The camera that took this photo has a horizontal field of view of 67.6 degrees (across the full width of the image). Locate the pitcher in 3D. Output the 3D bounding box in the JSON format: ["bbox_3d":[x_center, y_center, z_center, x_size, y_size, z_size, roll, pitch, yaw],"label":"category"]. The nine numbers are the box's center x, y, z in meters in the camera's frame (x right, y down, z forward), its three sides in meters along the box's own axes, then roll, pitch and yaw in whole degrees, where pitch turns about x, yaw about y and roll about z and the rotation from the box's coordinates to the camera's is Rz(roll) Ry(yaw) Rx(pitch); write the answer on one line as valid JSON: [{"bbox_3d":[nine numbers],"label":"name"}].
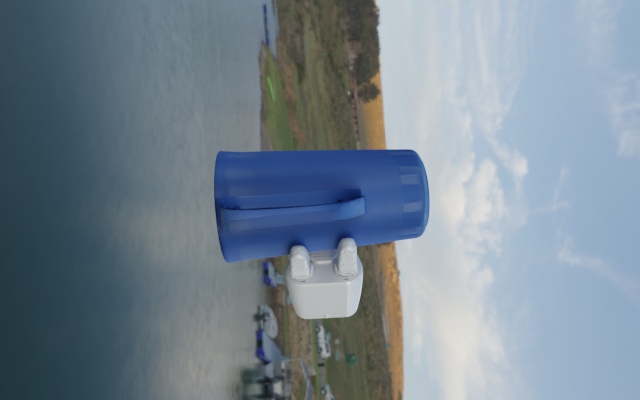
[{"bbox_3d":[0.000,0.002,0.562,0.243,0.149,0.145,-4,-39,-1],"label":"pitcher"}]
